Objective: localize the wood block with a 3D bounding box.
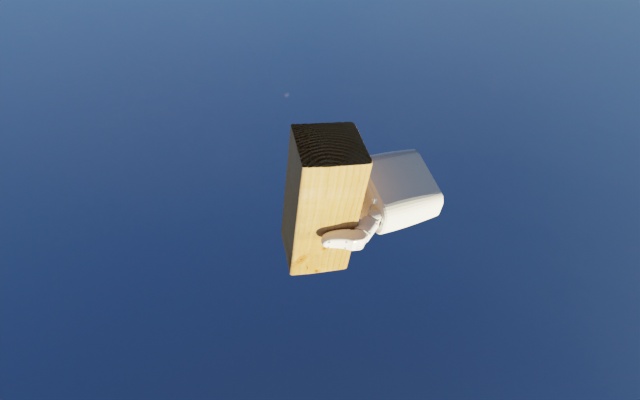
[{"bbox_3d":[0.001,0.002,0.666,0.090,0.206,0.090,-4,45,-14],"label":"wood block"}]
